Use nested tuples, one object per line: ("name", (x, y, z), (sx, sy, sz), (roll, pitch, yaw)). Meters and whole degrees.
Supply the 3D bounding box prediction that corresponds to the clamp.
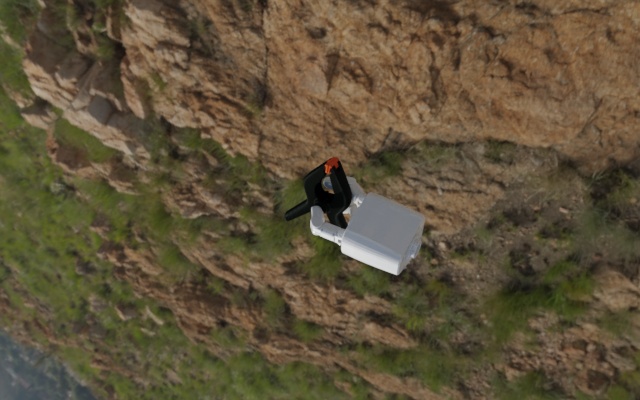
("clamp", (0.000, 0.003, 0.879), (0.164, 0.210, 0.036), (22, 47, 22))
